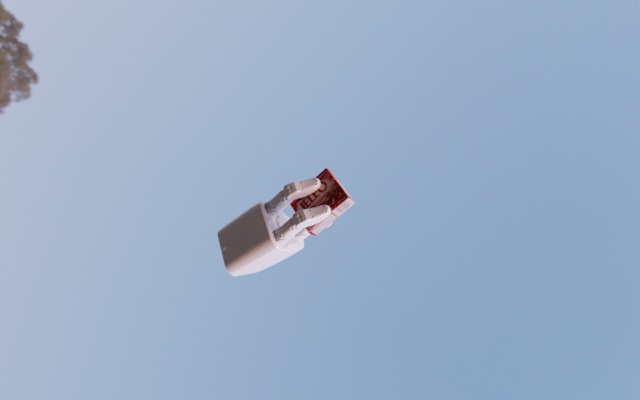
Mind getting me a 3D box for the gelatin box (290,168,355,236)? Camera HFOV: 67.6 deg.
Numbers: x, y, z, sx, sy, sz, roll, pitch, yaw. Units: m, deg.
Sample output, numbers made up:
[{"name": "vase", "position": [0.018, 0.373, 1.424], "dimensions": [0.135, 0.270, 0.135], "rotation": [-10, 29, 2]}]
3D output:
[{"name": "gelatin box", "position": [0.001, 0.003, 0.784], "dimensions": [0.089, 0.073, 0.030], "rotation": [-41, -33, 8]}]
